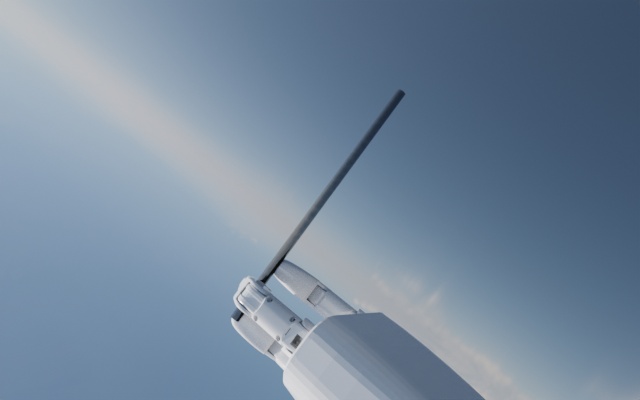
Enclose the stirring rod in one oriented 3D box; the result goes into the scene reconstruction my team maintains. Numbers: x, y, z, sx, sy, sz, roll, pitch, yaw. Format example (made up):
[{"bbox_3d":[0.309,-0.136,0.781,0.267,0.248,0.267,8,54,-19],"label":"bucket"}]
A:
[{"bbox_3d":[0.000,0.001,0.406,0.011,0.239,0.011,36,-6,4],"label":"stirring rod"}]
